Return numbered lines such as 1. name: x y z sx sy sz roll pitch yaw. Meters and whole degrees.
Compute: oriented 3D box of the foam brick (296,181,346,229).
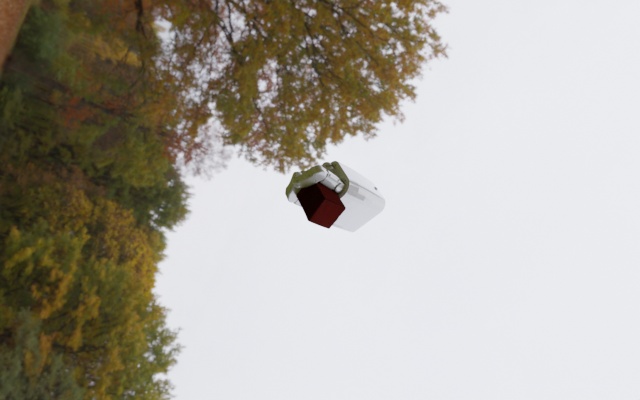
1. foam brick: 0.000 0.003 0.849 0.051 0.053 0.078 25 23 -34
